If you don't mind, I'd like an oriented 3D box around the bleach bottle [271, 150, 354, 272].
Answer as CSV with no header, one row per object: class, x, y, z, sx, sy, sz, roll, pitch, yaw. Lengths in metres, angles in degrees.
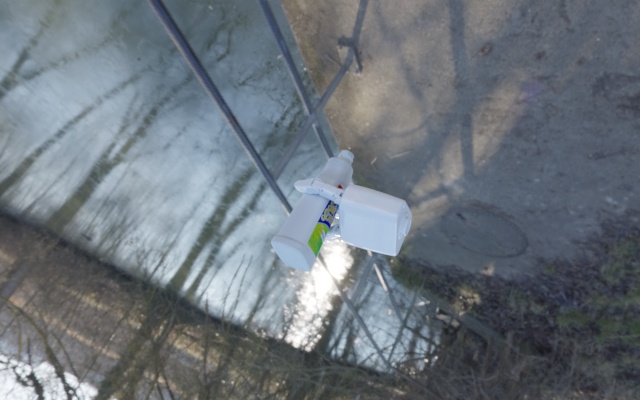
bleach bottle,0.000,0.003,0.899,0.068,0.250,0.103,16,-28,23
